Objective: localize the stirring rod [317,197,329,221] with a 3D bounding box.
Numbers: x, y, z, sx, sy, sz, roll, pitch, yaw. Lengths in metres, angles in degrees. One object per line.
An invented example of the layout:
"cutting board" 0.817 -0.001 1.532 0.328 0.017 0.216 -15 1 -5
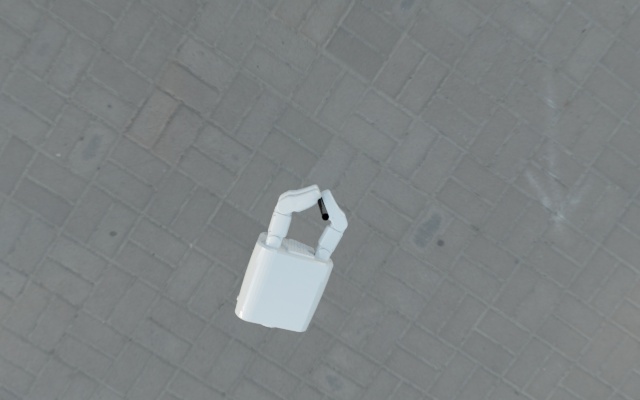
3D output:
"stirring rod" 0.000 0.002 0.617 0.011 0.011 0.239 0 7 -3
